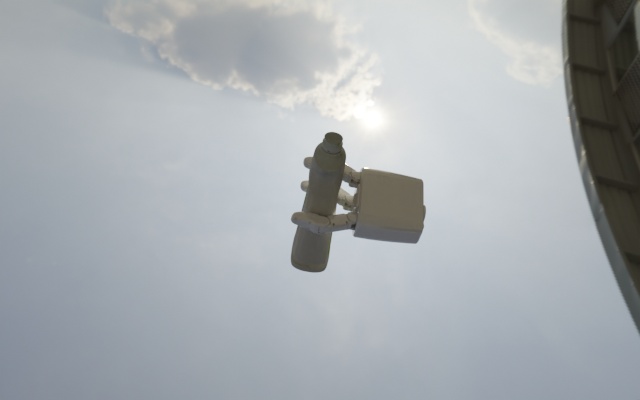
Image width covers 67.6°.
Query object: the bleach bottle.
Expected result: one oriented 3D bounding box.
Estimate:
[{"bbox_3d":[0.000,0.003,0.779,0.068,0.251,0.102,10,44,-2],"label":"bleach bottle"}]
